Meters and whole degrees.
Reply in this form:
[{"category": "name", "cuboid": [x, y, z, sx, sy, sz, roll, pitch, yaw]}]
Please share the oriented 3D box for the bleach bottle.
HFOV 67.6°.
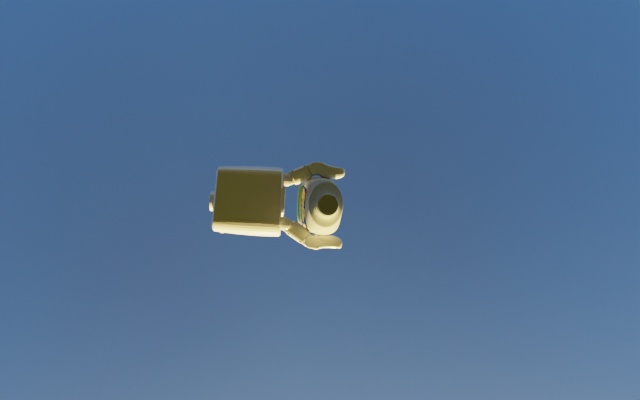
[{"category": "bleach bottle", "cuboid": [0.000, 0.003, 0.766, 0.068, 0.102, 0.251, 3, -2, -5]}]
